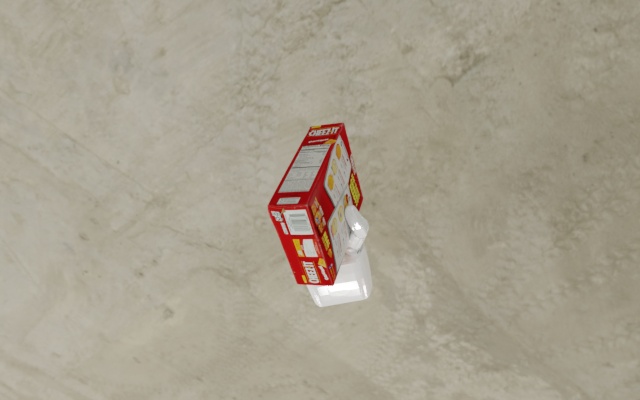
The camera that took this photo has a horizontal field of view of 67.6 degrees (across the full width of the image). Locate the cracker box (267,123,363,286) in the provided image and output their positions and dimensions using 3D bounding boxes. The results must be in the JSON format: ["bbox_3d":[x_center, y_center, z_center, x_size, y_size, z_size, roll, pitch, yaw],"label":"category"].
[{"bbox_3d":[0.000,0.003,0.762,0.072,0.164,0.213,-1,39,21],"label":"cracker box"}]
